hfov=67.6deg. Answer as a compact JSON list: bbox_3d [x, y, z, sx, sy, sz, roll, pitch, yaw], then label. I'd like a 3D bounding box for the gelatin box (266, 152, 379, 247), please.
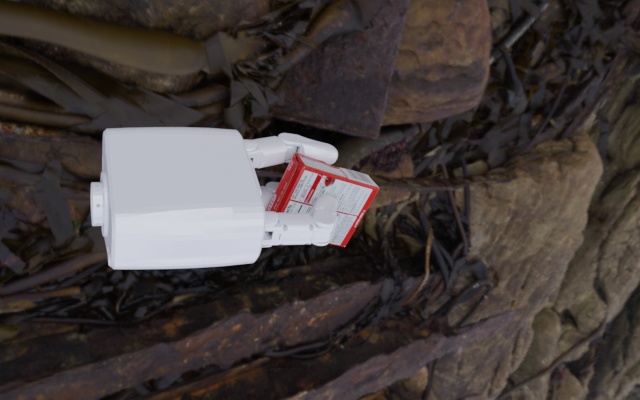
[{"bbox_3d":[0.001,0.002,0.454,0.089,0.073,0.030,14,26,-31],"label":"gelatin box"}]
